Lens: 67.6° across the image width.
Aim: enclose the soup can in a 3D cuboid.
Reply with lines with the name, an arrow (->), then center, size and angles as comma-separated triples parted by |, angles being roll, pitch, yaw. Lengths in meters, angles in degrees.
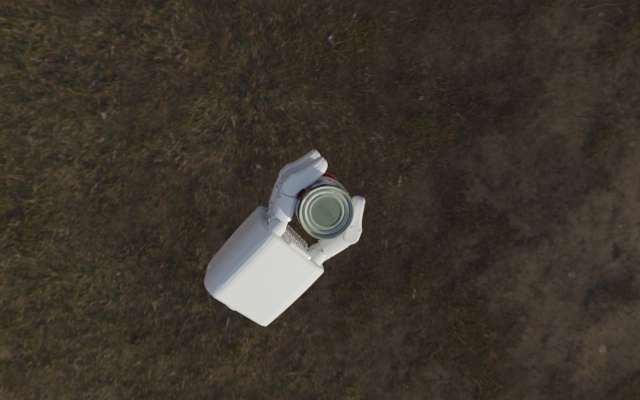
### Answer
soup can -> 0.001, 0.002, 0.593 | 0.068, 0.068, 0.102 | 0, 14, -8
